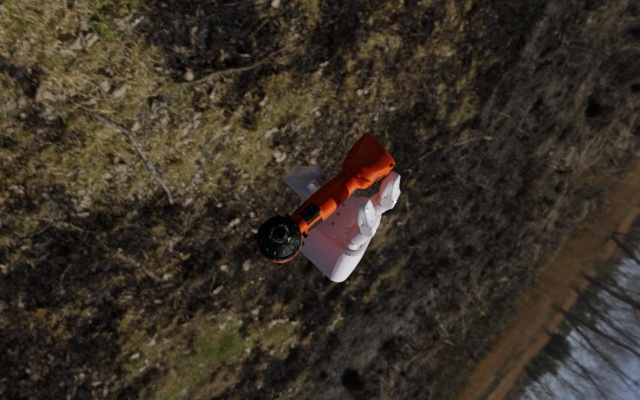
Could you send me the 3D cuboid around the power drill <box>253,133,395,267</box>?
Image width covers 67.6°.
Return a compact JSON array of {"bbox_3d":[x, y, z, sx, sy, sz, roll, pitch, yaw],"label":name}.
[{"bbox_3d":[0.000,0.002,0.572,0.187,0.057,0.184,-40,-1,-10],"label":"power drill"}]
